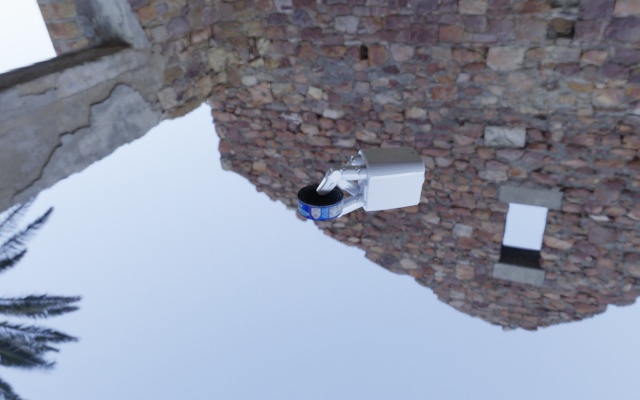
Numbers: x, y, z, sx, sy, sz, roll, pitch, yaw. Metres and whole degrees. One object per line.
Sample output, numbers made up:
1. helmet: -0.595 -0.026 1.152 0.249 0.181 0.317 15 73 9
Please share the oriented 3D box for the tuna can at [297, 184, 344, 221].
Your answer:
1. tuna can: 0.000 0.003 0.885 0.086 0.034 0.086 0 30 0
